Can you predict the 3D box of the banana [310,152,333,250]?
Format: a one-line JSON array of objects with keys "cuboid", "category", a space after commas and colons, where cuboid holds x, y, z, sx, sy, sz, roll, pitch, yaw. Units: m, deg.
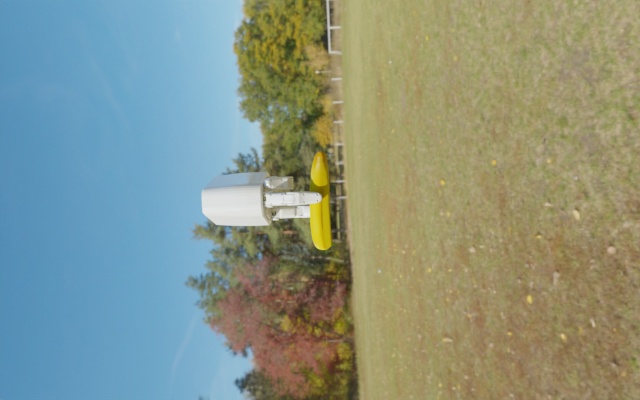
[{"cuboid": [0.000, 0.014, 0.854, 0.037, 0.198, 0.069, -2, 27, 3], "category": "banana"}]
